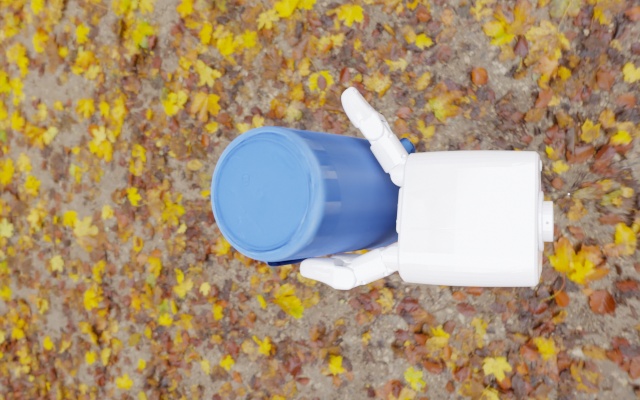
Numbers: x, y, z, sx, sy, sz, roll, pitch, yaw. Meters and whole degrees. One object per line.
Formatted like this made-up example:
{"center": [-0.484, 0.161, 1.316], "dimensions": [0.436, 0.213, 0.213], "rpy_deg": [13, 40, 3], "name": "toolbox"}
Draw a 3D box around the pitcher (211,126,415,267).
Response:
{"center": [0.000, 0.002, 0.480], "dimensions": [0.145, 0.149, 0.243], "rpy_deg": [2, 2, 27], "name": "pitcher"}
